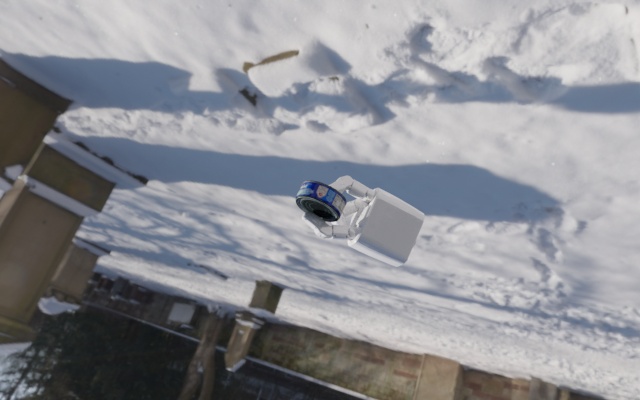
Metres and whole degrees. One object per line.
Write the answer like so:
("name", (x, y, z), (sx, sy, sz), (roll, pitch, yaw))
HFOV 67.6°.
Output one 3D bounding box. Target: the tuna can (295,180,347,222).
("tuna can", (0.000, 0.003, 0.831), (0.086, 0.033, 0.086), (21, -23, 9))
